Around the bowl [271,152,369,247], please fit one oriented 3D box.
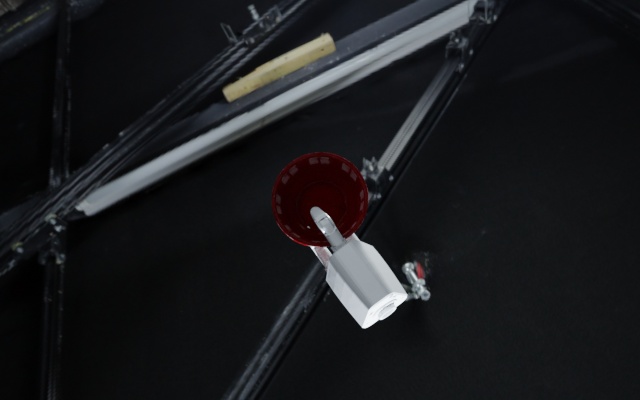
[{"bbox_3d":[0.000,0.002,0.814,0.162,0.162,0.055,0,-13,3],"label":"bowl"}]
